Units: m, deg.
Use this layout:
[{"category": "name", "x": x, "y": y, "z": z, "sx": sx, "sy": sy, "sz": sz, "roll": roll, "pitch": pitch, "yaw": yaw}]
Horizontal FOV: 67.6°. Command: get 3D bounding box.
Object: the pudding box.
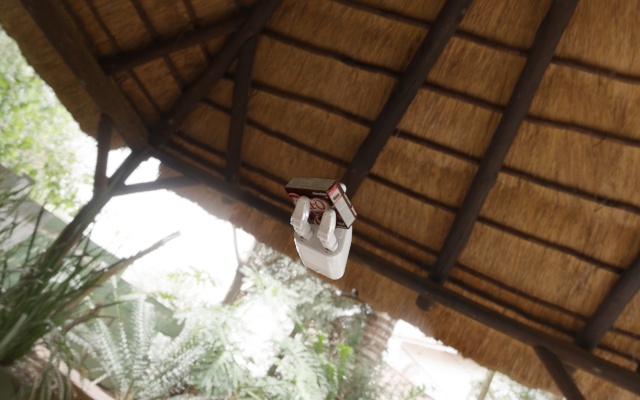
[{"category": "pudding box", "x": 0.000, "y": 0.003, "z": 0.844, "sx": 0.113, "sy": 0.090, "sz": 0.039, "roll": 4, "pitch": 46, "yaw": 44}]
